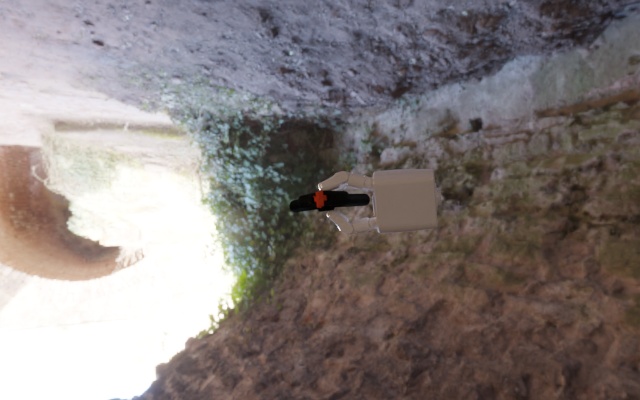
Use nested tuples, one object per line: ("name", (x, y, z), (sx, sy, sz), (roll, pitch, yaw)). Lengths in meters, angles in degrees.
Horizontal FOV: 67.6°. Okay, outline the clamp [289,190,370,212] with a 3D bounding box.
("clamp", (0.000, 0.004, 0.894), (0.164, 0.036, 0.210), (-7, -3, 12))
